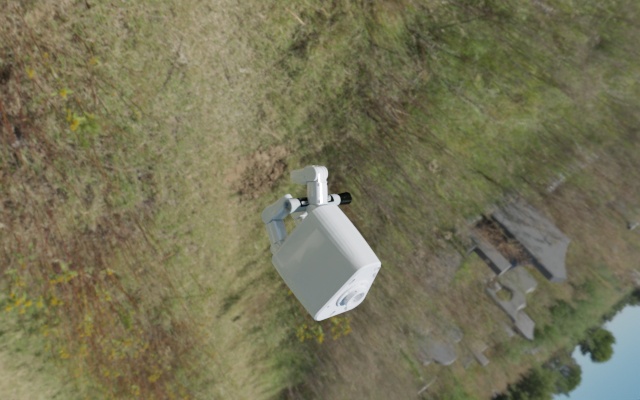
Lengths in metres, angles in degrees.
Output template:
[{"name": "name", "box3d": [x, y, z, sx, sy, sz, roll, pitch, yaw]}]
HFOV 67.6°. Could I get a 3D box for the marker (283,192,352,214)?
[{"name": "marker", "box3d": [0.000, 0.002, 0.663, 0.121, 0.020, 0.020, -8, 5, -44]}]
